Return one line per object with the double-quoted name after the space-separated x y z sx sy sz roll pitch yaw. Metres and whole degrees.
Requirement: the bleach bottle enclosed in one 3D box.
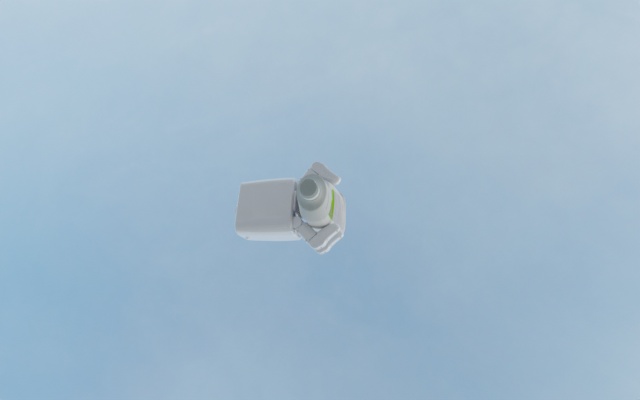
0.000 0.003 0.861 0.068 0.102 0.251 -3 -15 8 "bleach bottle"
